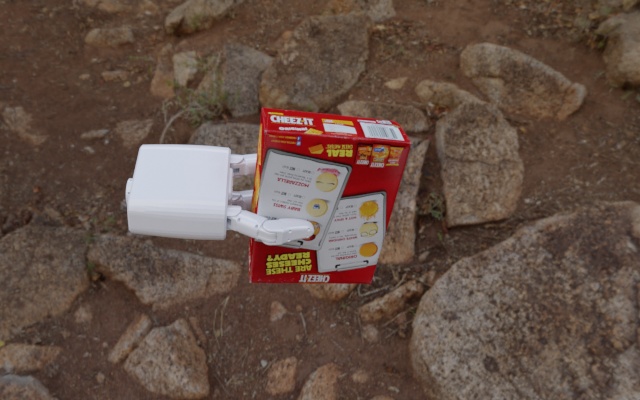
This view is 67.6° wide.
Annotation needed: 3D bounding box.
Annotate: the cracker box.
[{"bbox_3d":[0.000,0.002,0.585,0.164,0.214,0.072,3,34,-12],"label":"cracker box"}]
